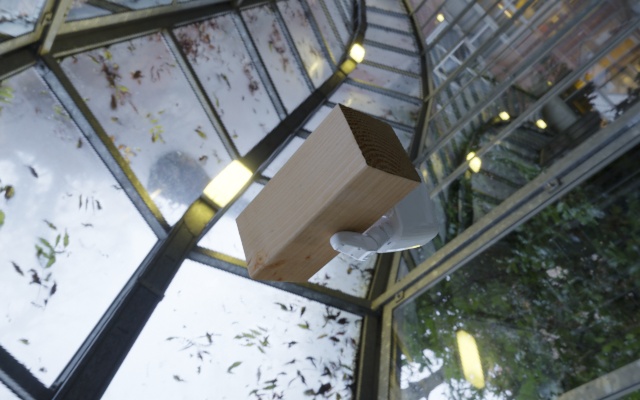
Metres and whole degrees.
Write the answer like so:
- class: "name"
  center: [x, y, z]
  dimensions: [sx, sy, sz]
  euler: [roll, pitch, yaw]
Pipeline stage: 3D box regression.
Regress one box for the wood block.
- class: "wood block"
  center: [0.000, 0.002, 0.548]
  dimensions: [0.090, 0.090, 0.206]
  euler: [12, -46, -41]
